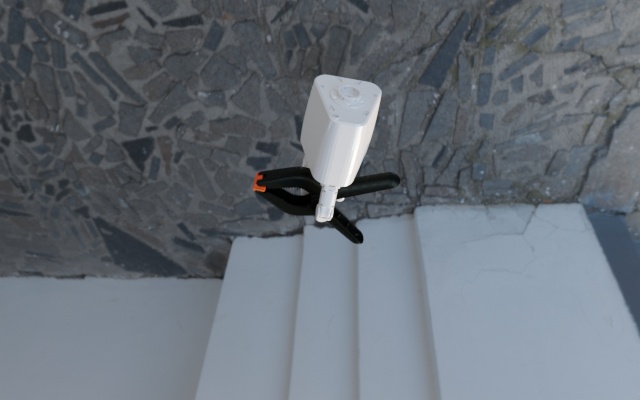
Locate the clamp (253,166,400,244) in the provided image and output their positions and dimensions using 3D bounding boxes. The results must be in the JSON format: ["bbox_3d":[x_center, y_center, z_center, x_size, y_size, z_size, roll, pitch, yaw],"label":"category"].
[{"bbox_3d":[0.000,0.003,0.738,0.210,0.036,0.165,9,-43,-5],"label":"clamp"}]
